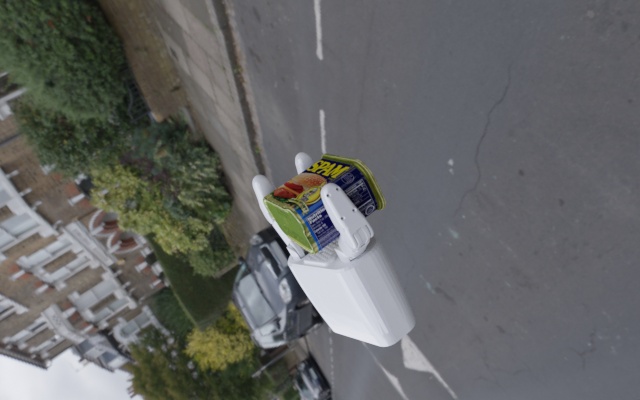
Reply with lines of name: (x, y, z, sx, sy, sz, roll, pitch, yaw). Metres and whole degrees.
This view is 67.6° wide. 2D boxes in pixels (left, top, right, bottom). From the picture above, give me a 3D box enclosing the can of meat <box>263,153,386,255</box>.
can of meat: (0.000, 0.002, 0.473, 0.084, 0.057, 0.102, -35, 23, -16)
